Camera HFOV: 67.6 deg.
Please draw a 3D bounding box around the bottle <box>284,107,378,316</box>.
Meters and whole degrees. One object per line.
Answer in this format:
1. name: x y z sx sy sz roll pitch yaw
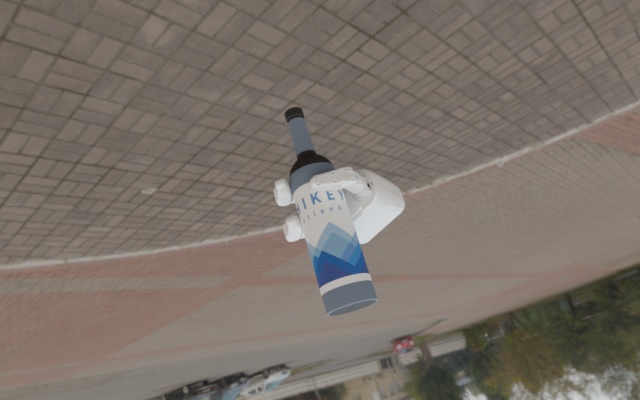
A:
1. bottle: 0.000 0.002 0.646 0.069 0.295 0.069 -15 -21 -6
